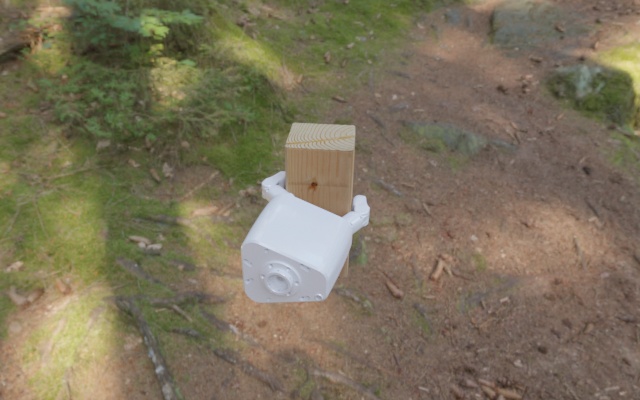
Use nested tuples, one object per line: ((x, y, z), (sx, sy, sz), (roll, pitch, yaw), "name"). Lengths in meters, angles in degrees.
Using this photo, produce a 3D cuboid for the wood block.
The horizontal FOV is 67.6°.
((0.000, 0.002, 0.690), (0.091, 0.206, 0.090), (3, 31, 4), "wood block")
